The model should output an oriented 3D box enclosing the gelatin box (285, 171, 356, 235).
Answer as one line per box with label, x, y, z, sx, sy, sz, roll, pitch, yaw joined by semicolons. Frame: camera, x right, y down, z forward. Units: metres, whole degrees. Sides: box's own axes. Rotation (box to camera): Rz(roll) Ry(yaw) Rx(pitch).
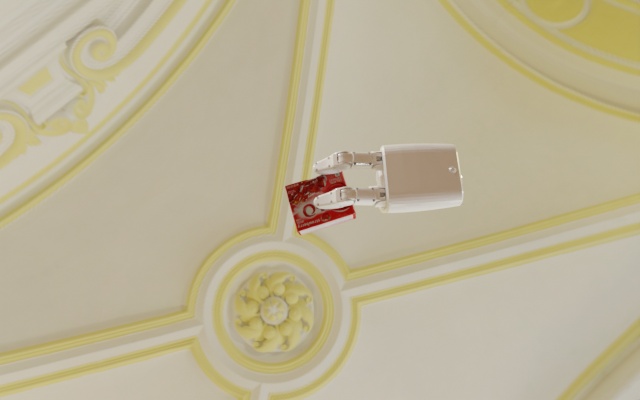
gelatin box;0.000;0.003;0.700;0.089;0.073;0.030;-17;-18;1
